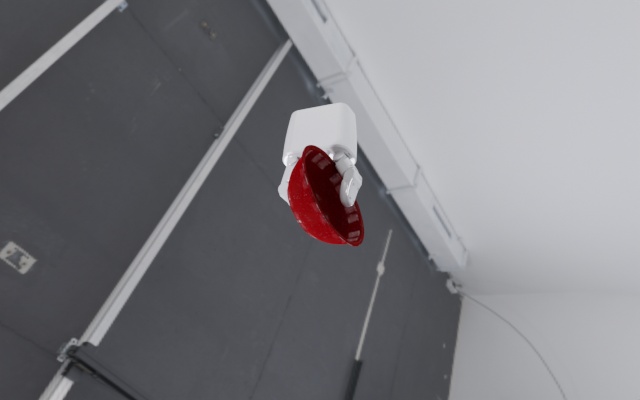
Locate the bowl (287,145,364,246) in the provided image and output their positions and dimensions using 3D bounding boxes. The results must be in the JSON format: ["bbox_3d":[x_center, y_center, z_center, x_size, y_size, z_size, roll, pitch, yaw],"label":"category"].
[{"bbox_3d":[0.000,0.003,0.695,0.055,0.162,0.162,-28,-11,21],"label":"bowl"}]
